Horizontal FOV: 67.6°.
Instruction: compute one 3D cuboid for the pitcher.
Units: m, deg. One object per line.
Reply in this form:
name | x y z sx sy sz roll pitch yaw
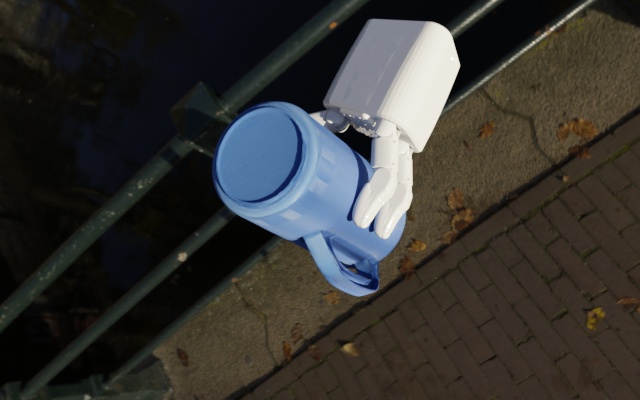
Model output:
pitcher | 0.000 0.001 0.507 0.149 0.145 0.243 28 -1 29
